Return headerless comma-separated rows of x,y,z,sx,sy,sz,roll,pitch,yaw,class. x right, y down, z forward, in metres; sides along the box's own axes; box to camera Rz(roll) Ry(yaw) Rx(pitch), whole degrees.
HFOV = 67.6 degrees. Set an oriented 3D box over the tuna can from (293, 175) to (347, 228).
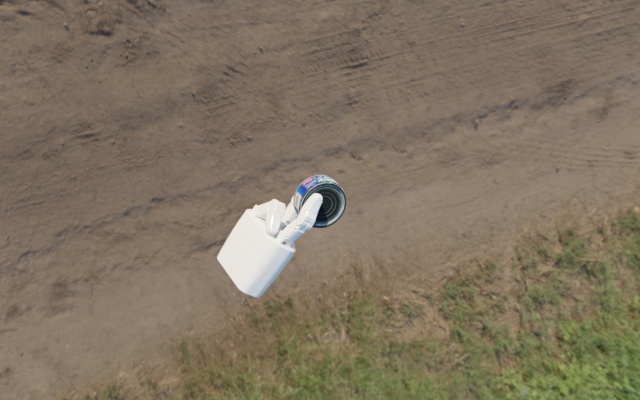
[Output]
0.000,0.003,0.796,0.086,0.086,0.033,0,22,-23,tuna can
